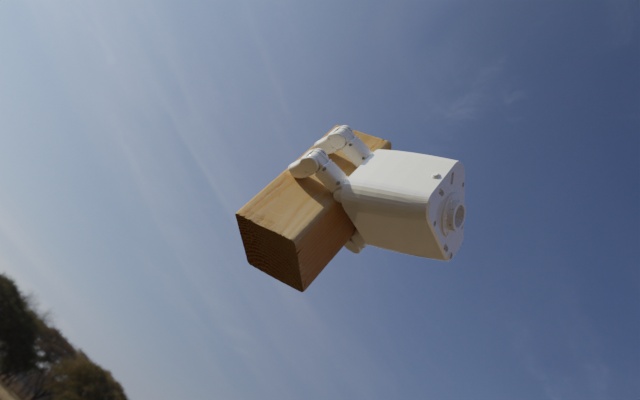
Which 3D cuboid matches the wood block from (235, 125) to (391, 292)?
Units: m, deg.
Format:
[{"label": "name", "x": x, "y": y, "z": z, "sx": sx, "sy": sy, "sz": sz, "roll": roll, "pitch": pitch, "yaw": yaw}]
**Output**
[{"label": "wood block", "x": 0.001, "y": 0.002, "z": 0.605, "sx": 0.090, "sy": 0.091, "sz": 0.206, "roll": 22, "pitch": 49, "yaw": 28}]
